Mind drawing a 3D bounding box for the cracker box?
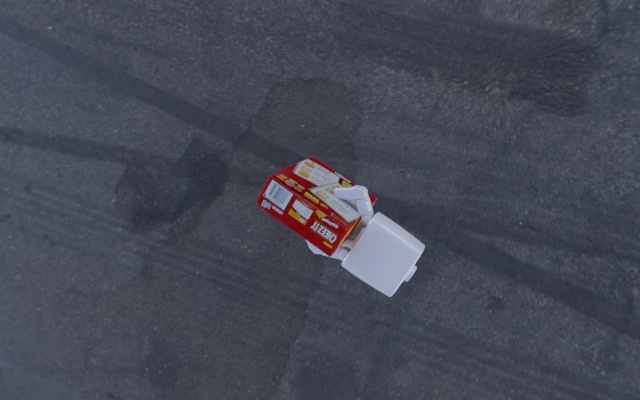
[{"bbox_3d":[0.000,0.003,0.900,0.164,0.072,0.213,34,22,9],"label":"cracker box"}]
